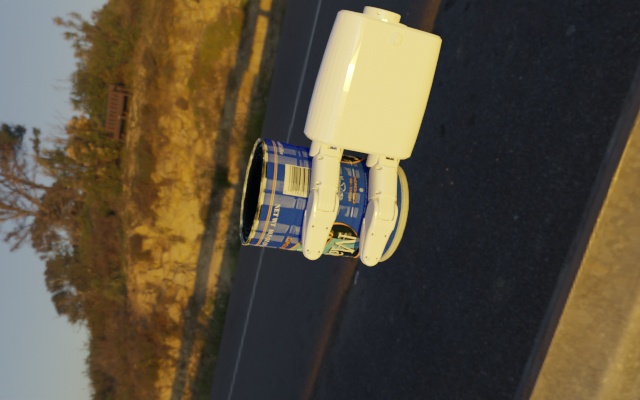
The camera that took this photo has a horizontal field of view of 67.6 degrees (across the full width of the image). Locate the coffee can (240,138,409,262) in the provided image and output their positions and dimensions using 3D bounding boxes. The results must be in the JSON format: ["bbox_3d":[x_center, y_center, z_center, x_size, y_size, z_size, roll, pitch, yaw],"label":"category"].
[{"bbox_3d":[0.000,0.002,0.470,0.140,0.103,0.103,9,-3,-17],"label":"coffee can"}]
